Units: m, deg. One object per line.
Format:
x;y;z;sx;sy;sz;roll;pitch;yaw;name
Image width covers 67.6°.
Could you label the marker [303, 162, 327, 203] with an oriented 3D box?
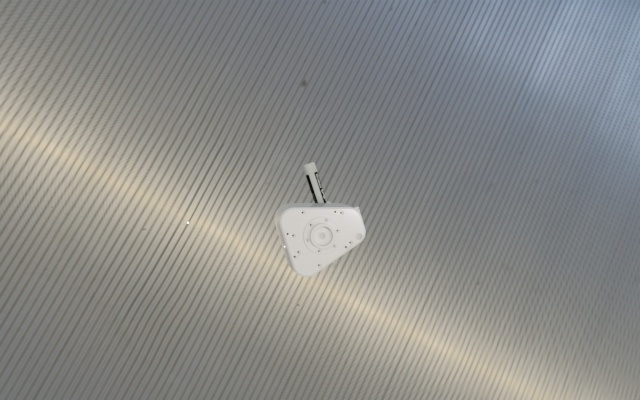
0.000;0.002;0.721;0.020;0.121;0.020;-18;2;1;marker
